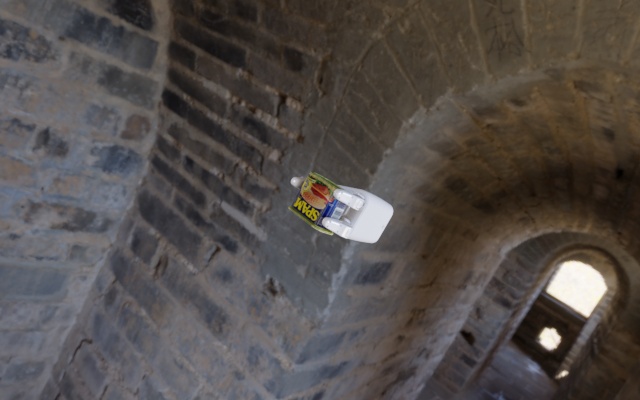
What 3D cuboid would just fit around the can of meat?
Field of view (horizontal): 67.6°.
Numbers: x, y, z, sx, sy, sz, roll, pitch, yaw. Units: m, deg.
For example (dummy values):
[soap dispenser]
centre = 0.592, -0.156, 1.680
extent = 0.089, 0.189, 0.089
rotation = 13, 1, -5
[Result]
[can of meat]
centre = 0.000, 0.003, 0.897
extent = 0.057, 0.084, 0.102
rotation = 22, 10, -47
